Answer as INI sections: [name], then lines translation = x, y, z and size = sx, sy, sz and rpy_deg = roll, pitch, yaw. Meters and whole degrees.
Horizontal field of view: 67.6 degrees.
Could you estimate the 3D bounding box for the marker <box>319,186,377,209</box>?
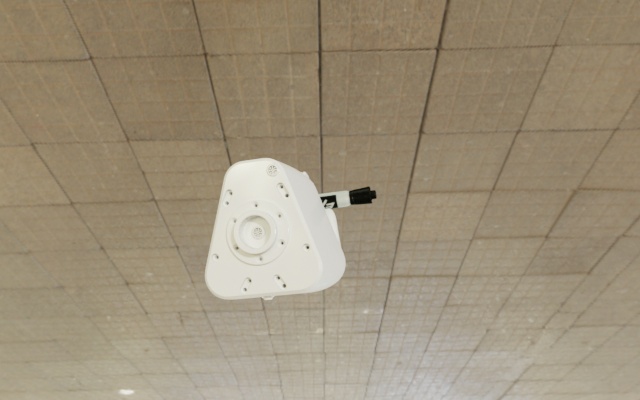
[marker]
translation = 0.000, 0.002, 0.517
size = 0.121, 0.020, 0.020
rpy_deg = -8, -1, 9
